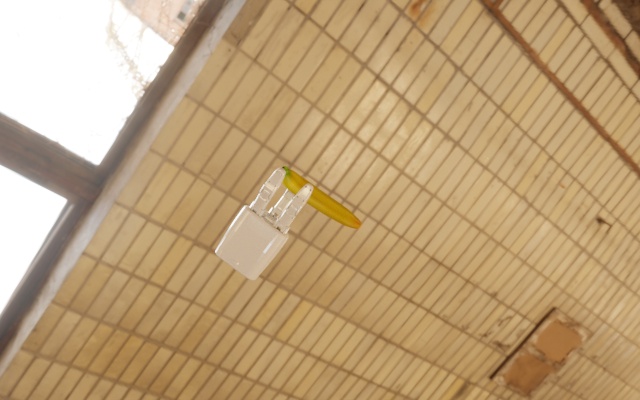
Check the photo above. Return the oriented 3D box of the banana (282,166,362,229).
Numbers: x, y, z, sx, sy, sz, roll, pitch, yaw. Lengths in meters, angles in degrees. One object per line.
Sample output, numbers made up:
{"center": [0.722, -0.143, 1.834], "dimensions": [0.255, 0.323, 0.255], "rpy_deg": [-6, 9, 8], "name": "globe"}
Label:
{"center": [-0.008, -0.004, 0.902], "dimensions": [0.198, 0.037, 0.069], "rpy_deg": [35, 3, -24], "name": "banana"}
